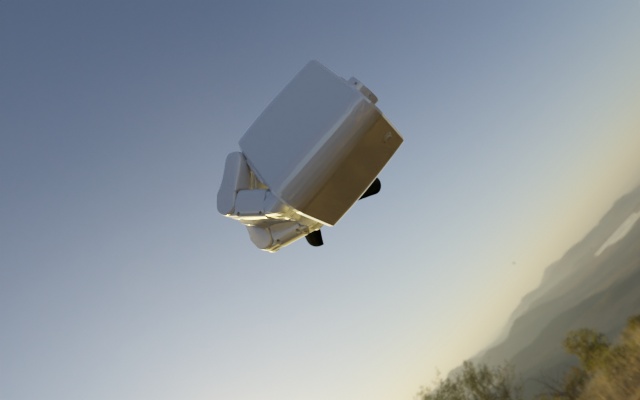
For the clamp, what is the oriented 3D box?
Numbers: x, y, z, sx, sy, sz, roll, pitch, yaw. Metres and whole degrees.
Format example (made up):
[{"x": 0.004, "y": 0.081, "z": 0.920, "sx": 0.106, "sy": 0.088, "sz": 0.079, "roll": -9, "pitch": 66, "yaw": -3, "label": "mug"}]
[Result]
[{"x": 0.000, "y": 0.001, "z": 0.530, "sx": 0.039, "sy": 0.120, "sz": 0.171, "roll": 48, "pitch": 11, "yaw": 23, "label": "clamp"}]
